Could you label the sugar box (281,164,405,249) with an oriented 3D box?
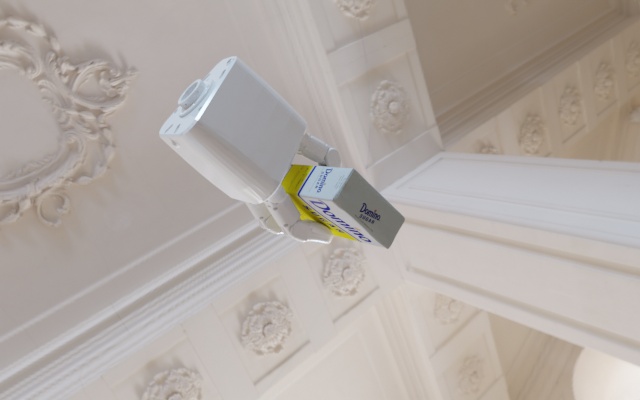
[{"bbox_3d":[0.000,0.002,0.538,0.093,0.048,0.176,41,-15,-31],"label":"sugar box"}]
